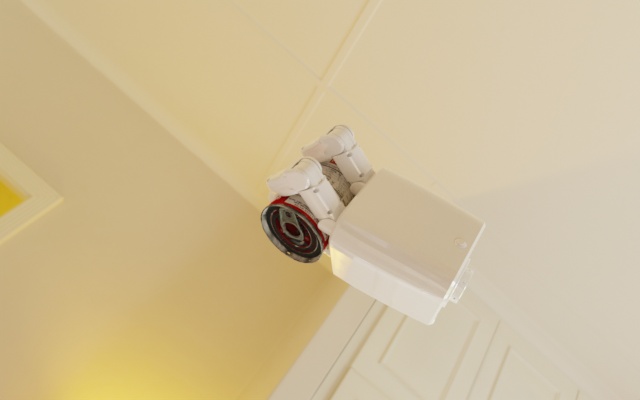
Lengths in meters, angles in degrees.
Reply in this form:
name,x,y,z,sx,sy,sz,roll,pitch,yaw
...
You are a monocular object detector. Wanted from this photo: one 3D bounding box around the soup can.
name,x,y,z,sx,sy,sz,roll,pitch,yaw
soup can,0.000,0.001,0.461,0.068,0.068,0.102,0,36,42
